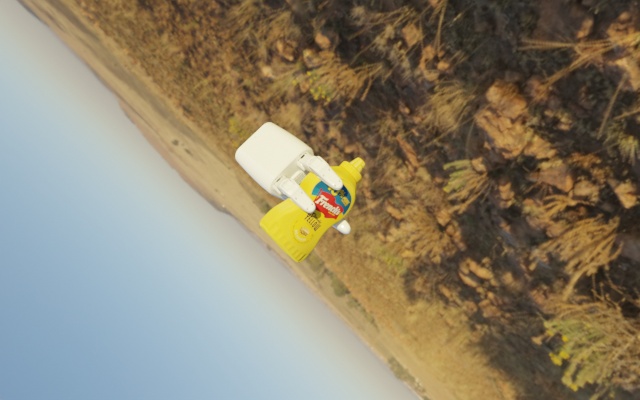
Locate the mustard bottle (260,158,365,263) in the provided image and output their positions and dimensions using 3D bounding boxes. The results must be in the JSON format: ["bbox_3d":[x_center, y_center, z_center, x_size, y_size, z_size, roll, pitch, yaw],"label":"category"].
[{"bbox_3d":[0.000,0.003,0.766,0.096,0.191,0.058,50,-10,-32],"label":"mustard bottle"}]
